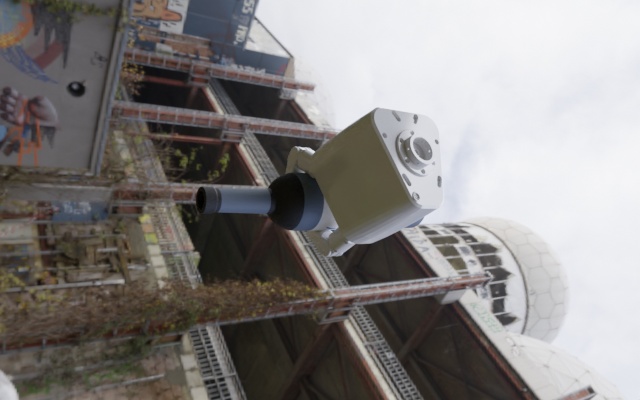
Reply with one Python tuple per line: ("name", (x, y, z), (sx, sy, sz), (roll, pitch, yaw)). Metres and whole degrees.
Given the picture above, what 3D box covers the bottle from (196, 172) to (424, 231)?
("bottle", (0.000, 0.002, 0.563), (0.296, 0.069, 0.069), (1, -1, -35))
